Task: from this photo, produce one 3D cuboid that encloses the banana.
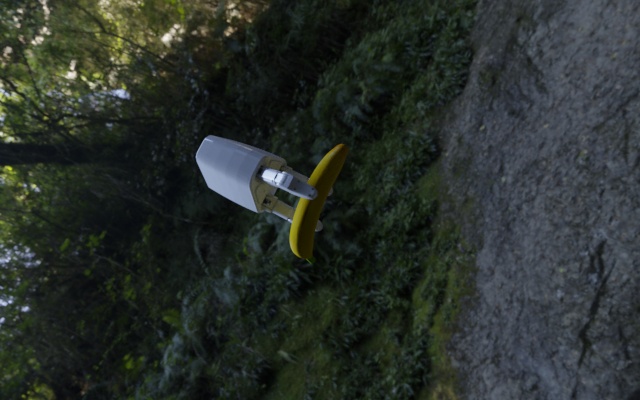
[{"bbox_3d":[-0.009,0.008,0.719,0.037,0.198,0.069,23,15,20],"label":"banana"}]
